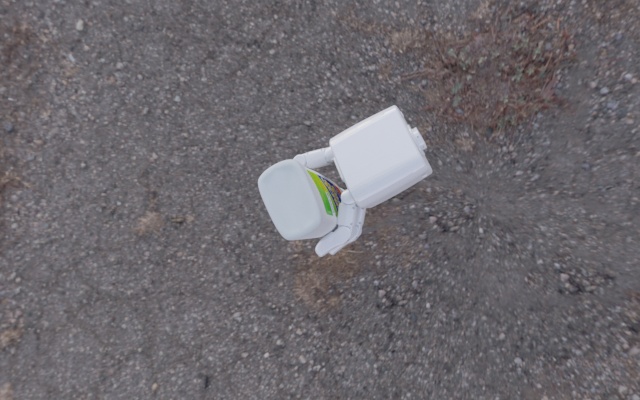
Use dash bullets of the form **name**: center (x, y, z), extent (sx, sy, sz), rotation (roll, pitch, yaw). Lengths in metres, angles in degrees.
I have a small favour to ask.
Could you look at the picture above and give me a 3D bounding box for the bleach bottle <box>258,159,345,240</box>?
- **bleach bottle**: center (0.000, 0.002, 0.709), extent (0.068, 0.102, 0.251), rotation (-27, -9, 16)
